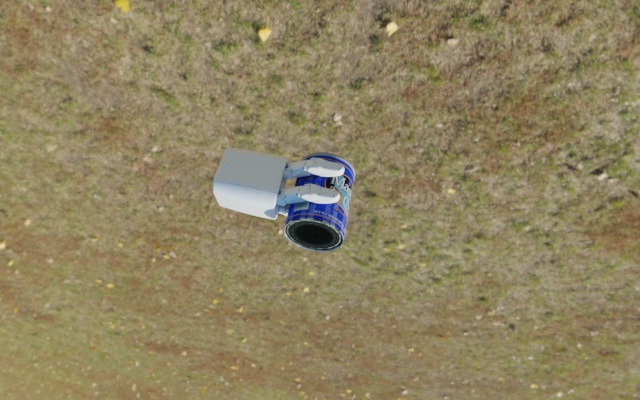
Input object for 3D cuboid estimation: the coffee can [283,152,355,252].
[{"bbox_3d":[0.000,0.003,0.825,0.103,0.140,0.103,8,-34,5],"label":"coffee can"}]
